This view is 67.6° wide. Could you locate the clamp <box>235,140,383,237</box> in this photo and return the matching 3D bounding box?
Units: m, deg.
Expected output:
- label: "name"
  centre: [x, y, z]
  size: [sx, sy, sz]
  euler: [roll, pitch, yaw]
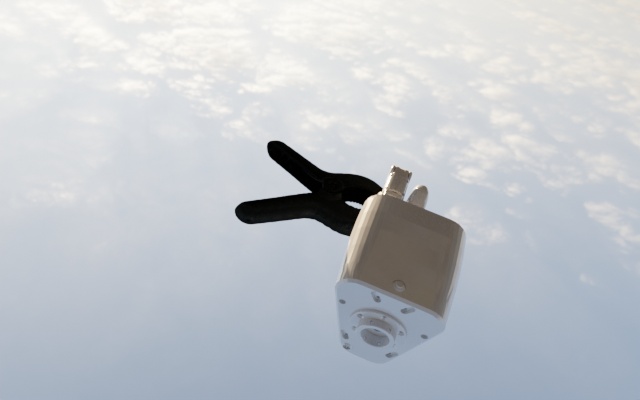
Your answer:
- label: "clamp"
  centre: [0.000, 0.002, 0.493]
  size: [0.171, 0.120, 0.039]
  euler: [20, -39, 10]
